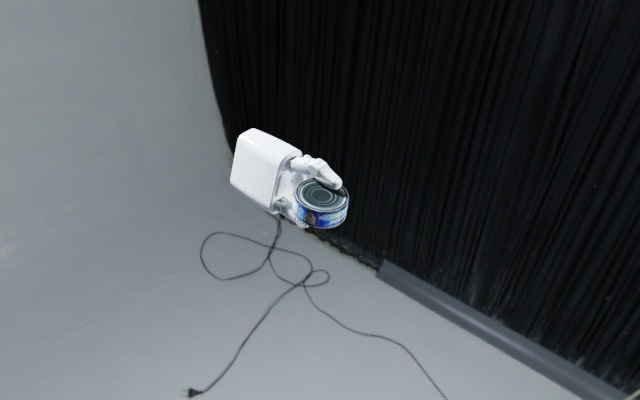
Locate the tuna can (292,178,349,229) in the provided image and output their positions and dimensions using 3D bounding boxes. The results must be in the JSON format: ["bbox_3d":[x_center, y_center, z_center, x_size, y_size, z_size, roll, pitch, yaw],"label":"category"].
[{"bbox_3d":[0.000,0.002,0.732,0.086,0.034,0.086,6,40,-5],"label":"tuna can"}]
